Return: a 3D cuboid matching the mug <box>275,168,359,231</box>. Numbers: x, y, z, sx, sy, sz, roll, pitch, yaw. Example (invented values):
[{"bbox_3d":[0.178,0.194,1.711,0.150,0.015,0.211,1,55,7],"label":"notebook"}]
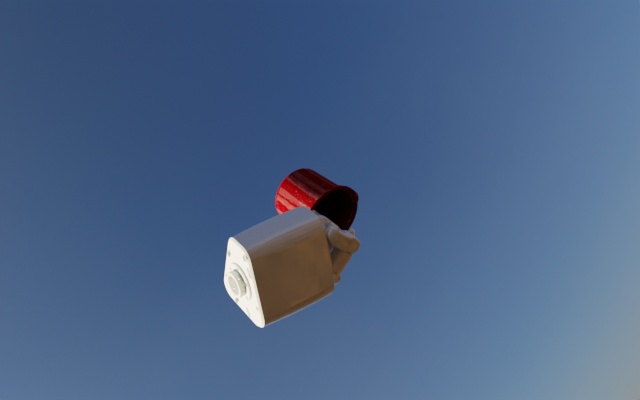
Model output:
[{"bbox_3d":[0.001,0.002,0.673,0.117,0.093,0.081,-22,39,-33],"label":"mug"}]
